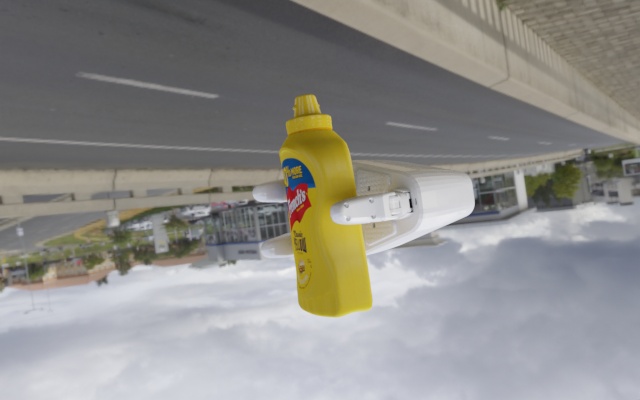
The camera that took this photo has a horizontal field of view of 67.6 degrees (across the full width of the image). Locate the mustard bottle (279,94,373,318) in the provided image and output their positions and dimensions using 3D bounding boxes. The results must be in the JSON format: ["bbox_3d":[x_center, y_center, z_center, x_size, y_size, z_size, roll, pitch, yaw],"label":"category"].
[{"bbox_3d":[0.000,0.002,0.427,0.058,0.191,0.096,-8,0,-20],"label":"mustard bottle"}]
